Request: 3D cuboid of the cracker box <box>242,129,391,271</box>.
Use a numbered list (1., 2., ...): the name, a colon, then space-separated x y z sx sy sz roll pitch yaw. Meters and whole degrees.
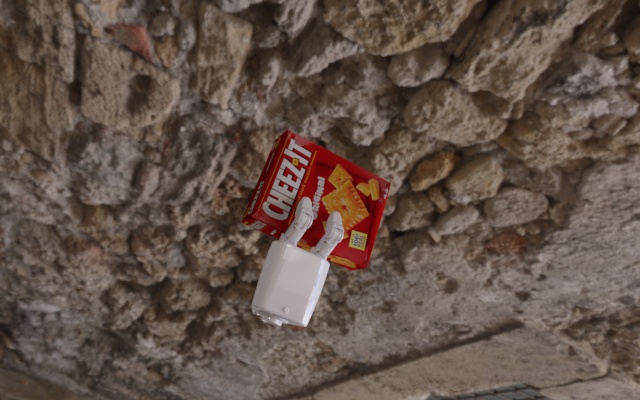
1. cracker box: 0.000 0.003 0.806 0.214 0.164 0.072 26 -21 -17
